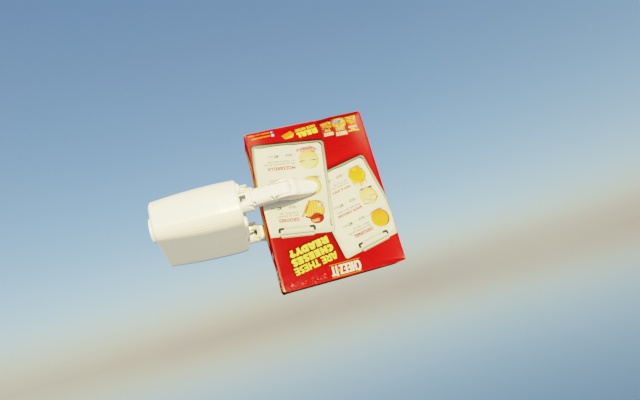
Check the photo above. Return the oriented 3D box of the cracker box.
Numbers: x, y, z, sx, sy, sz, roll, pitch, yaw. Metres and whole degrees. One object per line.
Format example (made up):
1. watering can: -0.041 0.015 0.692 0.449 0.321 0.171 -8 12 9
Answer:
1. cracker box: 0.000 0.002 0.646 0.164 0.213 0.072 -14 -12 -10
